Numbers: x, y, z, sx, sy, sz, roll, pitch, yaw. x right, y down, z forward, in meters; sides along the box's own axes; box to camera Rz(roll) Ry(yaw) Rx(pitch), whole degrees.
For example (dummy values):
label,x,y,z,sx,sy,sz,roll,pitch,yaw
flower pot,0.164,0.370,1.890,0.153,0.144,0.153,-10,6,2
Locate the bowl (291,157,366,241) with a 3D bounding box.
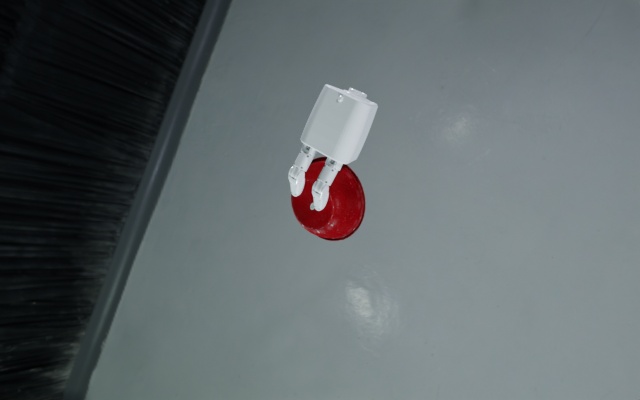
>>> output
label,x,y,z,sx,sy,sz,roll,pitch,yaw
bowl,0.000,0.004,0.878,0.162,0.162,0.055,0,12,35
